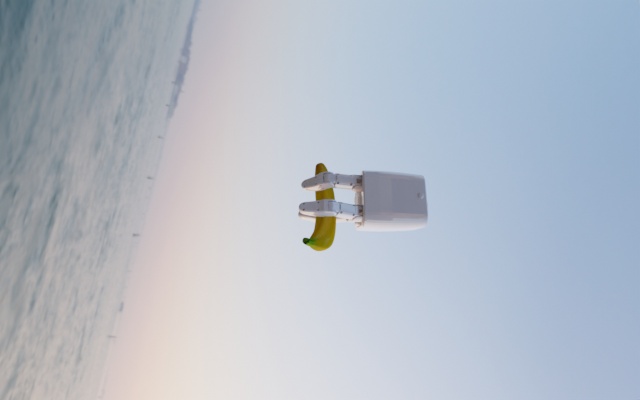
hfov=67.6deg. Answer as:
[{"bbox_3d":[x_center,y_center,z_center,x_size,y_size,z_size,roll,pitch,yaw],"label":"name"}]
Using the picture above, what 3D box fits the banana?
[{"bbox_3d":[0.005,0.018,0.808,0.037,0.070,0.197,-9,41,13],"label":"banana"}]
